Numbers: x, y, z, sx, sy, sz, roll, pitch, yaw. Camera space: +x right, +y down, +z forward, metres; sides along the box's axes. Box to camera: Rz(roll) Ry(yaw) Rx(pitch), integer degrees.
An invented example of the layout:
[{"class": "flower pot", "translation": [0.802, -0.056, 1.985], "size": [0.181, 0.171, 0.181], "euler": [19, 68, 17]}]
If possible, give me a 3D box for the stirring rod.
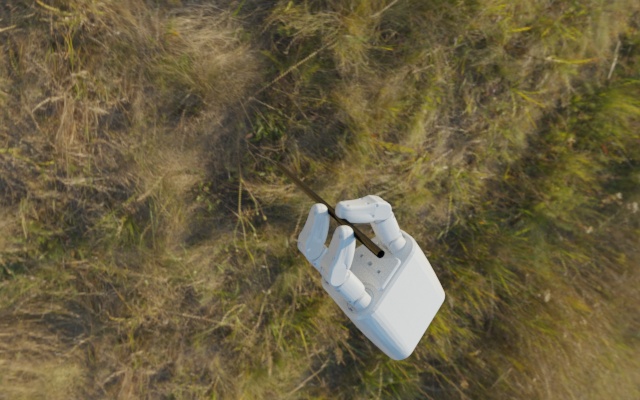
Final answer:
[{"class": "stirring rod", "translation": [0.000, 0.002, 0.519], "size": [0.011, 0.011, 0.239], "euler": [0, 22, -29]}]
